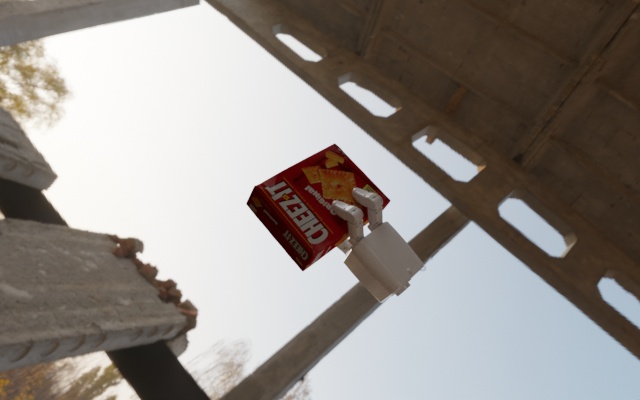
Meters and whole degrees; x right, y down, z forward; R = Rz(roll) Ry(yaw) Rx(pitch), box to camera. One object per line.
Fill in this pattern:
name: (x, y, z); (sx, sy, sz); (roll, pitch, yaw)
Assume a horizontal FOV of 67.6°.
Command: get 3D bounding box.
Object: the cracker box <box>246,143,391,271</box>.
cracker box: (0.000, 0.003, 0.881); (0.213, 0.164, 0.072); (-32, -16, -36)
